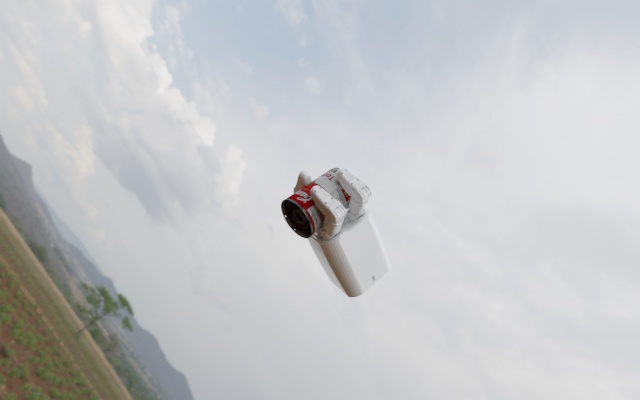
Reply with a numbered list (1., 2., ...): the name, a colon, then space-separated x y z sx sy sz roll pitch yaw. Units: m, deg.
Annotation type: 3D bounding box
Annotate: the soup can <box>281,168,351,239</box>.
1. soup can: 0.000 0.002 0.726 0.102 0.068 0.068 -35 19 -29
